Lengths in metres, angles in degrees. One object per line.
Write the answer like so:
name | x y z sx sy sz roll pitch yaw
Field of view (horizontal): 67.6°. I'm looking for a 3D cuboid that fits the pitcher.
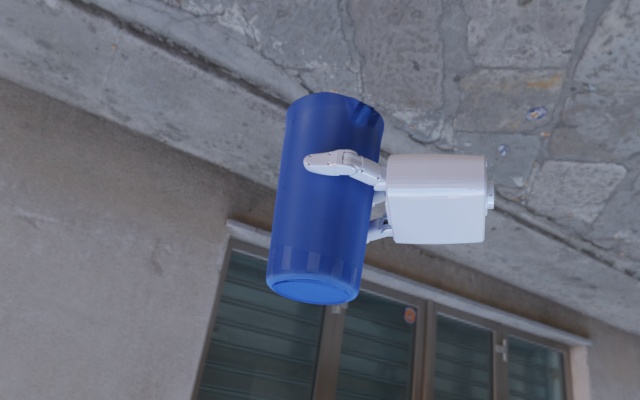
pitcher | 0.000 0.002 0.602 0.145 0.242 0.149 1 -27 16
